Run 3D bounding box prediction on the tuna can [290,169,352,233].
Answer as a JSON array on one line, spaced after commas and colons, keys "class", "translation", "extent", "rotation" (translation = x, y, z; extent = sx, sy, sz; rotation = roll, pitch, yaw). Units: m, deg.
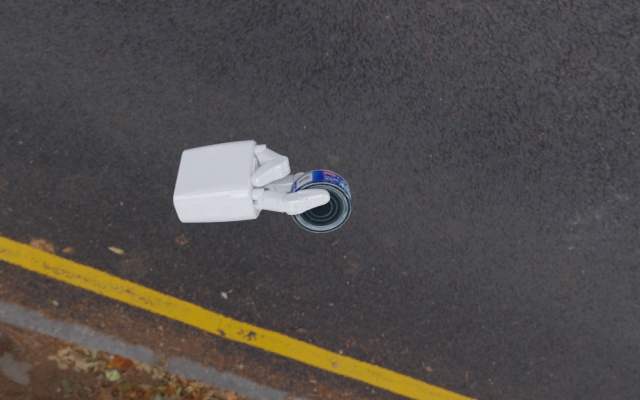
[{"class": "tuna can", "translation": [0.000, 0.002, 0.659], "extent": [0.086, 0.086, 0.033], "rotation": [0, 33, -2]}]
